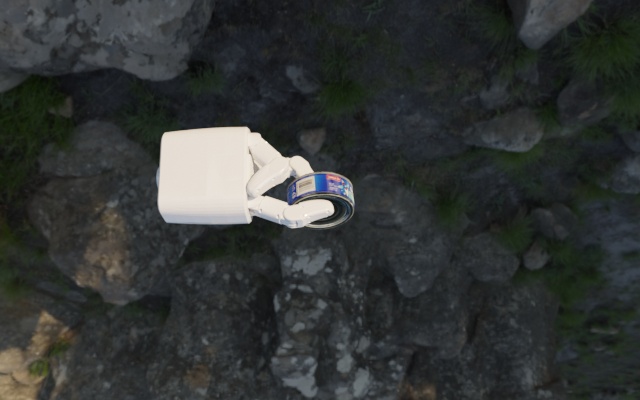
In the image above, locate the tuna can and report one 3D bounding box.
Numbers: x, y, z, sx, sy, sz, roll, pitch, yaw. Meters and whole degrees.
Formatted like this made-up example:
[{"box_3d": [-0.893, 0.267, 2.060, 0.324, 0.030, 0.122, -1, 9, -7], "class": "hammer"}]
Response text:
[{"box_3d": [0.000, 0.002, 0.607, 0.086, 0.033, 0.086, -3, -34, -2], "class": "tuna can"}]
